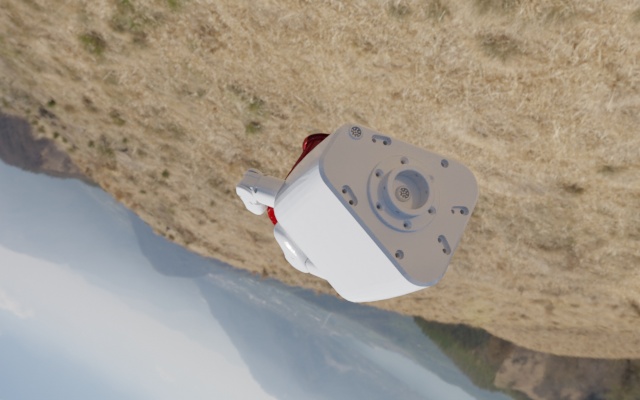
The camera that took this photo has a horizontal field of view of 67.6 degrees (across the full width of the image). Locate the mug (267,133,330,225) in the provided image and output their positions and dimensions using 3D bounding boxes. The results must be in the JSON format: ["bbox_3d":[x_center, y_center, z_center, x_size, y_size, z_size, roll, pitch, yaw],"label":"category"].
[{"bbox_3d":[-0.001,0.002,0.457,0.093,0.081,0.117,35,-23,-7],"label":"mug"}]
